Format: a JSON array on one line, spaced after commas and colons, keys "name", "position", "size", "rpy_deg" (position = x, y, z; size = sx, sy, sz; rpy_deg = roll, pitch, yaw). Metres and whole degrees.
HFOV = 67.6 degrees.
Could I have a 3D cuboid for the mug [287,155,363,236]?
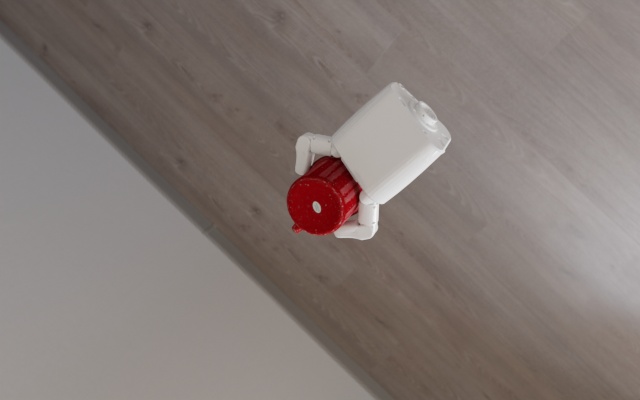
[{"name": "mug", "position": [-0.001, 0.003, 0.635], "size": [0.117, 0.093, 0.081], "rpy_deg": [-45, -1, 31]}]
